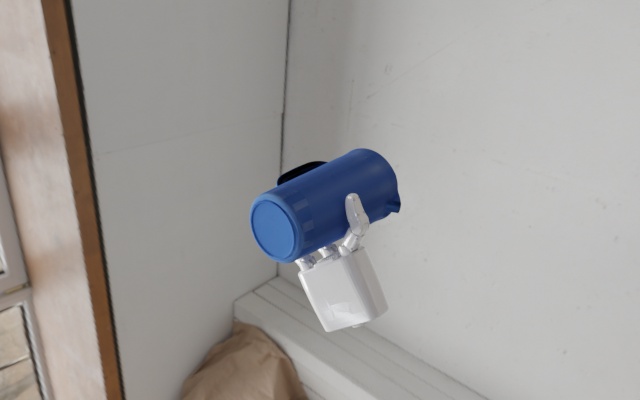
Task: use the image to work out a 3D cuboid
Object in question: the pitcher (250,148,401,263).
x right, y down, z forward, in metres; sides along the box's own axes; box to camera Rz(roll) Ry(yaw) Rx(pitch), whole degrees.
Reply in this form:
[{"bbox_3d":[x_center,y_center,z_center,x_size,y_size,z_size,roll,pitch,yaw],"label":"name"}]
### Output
[{"bbox_3d":[0.000,0.003,0.767,0.149,0.145,0.242,-23,1,45],"label":"pitcher"}]
